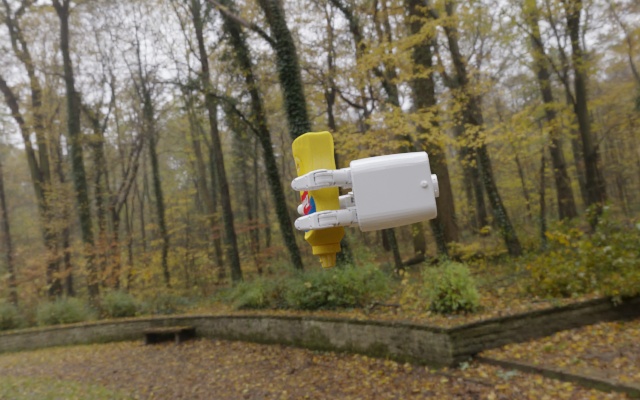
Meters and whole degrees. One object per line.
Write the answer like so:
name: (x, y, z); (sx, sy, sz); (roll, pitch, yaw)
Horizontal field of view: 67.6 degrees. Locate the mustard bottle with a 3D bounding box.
mustard bottle: (0.000, 0.002, 0.700); (0.058, 0.191, 0.096); (-7, -5, -16)
